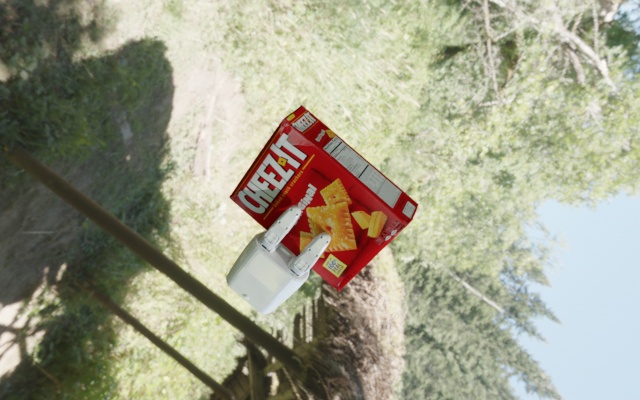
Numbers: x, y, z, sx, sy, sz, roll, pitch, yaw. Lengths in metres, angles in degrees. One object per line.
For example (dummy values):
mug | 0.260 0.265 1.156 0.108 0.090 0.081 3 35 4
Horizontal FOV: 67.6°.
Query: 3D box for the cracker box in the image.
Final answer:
cracker box | 0.000 0.002 0.668 0.164 0.213 0.072 -49 1 34
